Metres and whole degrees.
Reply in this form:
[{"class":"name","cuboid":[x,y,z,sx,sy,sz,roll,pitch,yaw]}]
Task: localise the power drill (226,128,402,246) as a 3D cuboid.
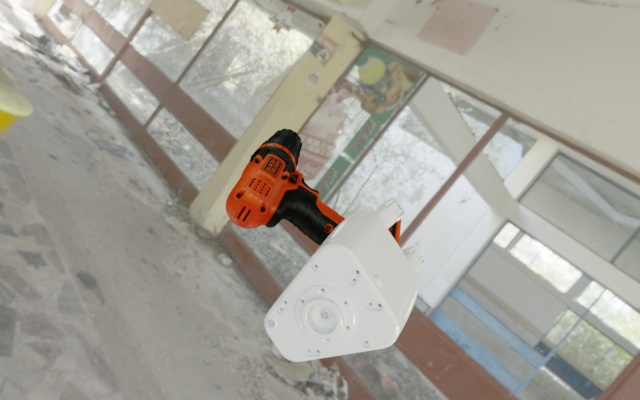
[{"class":"power drill","cuboid":[0.000,0.002,0.543,0.187,0.057,0.184,30,34,-6]}]
